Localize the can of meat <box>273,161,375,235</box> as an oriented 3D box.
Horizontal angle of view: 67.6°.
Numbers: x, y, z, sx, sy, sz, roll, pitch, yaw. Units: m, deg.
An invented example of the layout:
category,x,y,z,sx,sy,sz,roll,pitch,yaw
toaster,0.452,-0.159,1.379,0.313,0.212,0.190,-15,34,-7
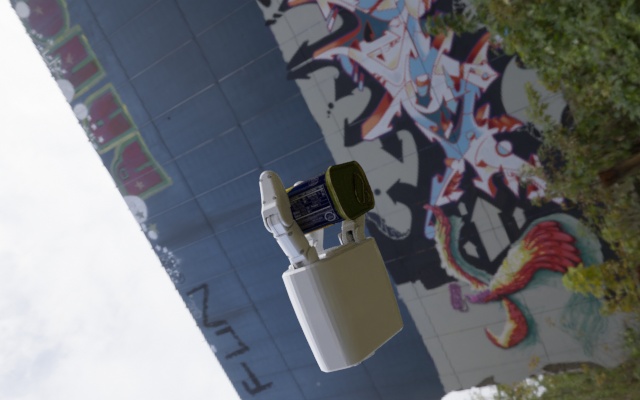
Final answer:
category,x,y,z,sx,sy,sz,roll,pitch,yaw
can of meat,0.000,0.002,0.510,0.084,0.057,0.102,-22,0,25
